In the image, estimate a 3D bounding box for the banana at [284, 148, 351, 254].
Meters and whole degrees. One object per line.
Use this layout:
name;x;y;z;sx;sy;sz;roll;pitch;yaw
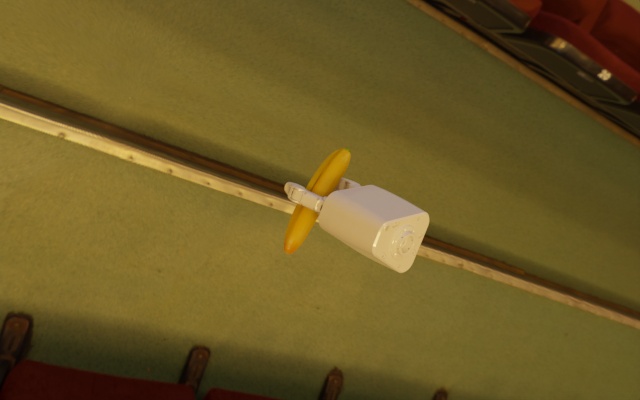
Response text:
banana;-0.002;-0.007;0.731;0.037;0.197;0.070;28;-12;20
